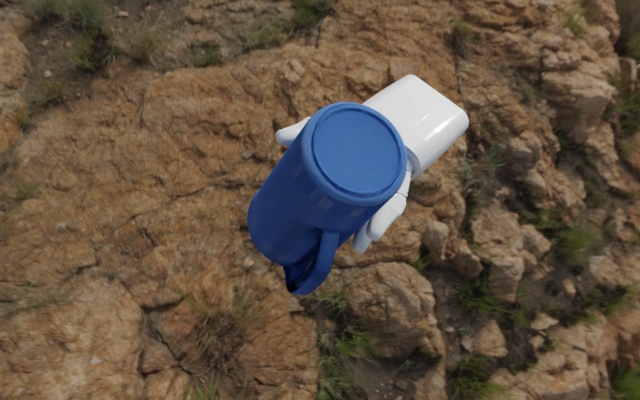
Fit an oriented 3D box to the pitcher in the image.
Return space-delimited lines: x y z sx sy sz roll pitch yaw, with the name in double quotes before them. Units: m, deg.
"pitcher" 0.000 0.002 0.544 0.145 0.149 0.243 -37 -4 -25
